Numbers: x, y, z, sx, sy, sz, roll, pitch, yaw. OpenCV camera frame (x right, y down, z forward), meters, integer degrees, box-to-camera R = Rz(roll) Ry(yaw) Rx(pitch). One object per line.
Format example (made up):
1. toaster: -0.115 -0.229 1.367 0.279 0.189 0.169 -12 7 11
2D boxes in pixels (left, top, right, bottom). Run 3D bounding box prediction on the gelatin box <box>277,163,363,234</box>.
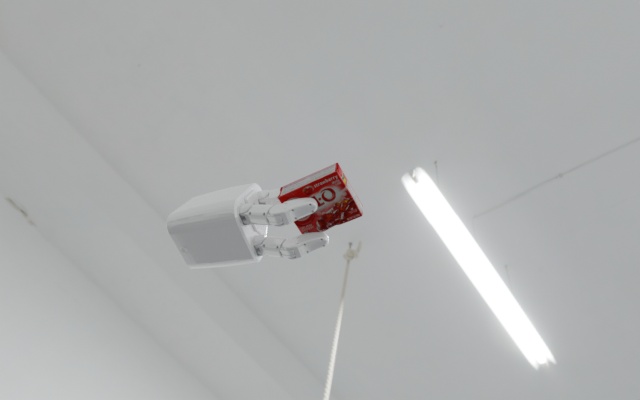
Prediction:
1. gelatin box: 0.000 0.002 0.622 0.089 0.073 0.030 -23 26 18
